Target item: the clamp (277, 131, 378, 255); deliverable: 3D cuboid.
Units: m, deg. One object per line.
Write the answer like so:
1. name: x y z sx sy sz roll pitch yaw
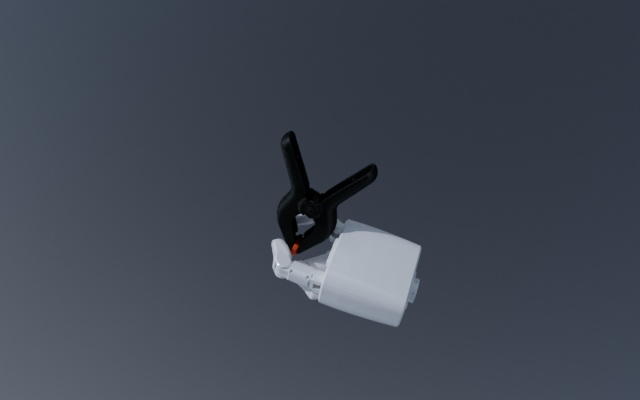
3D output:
1. clamp: 0.000 0.002 0.603 0.120 0.172 0.039 18 37 10
